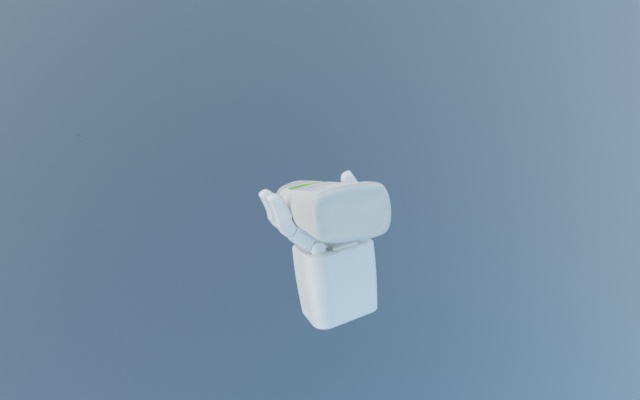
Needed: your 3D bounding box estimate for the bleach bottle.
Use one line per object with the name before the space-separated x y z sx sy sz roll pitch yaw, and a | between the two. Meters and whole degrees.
bleach bottle | 0.000 0.002 0.668 0.102 0.068 0.251 -8 8 -16
